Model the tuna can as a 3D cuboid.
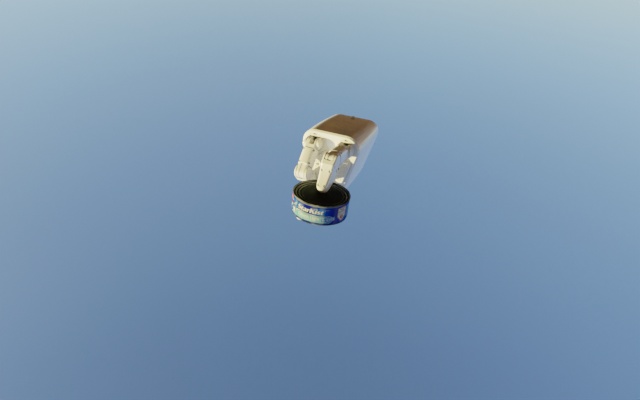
[{"bbox_3d":[0.000,0.003,0.708,0.086,0.034,0.086,6,28,-3],"label":"tuna can"}]
